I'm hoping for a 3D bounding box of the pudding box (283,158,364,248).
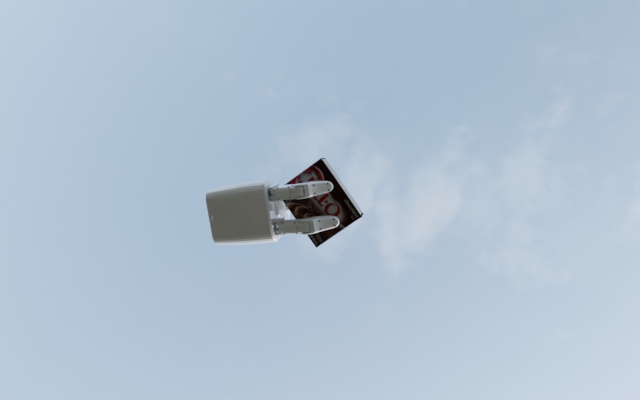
[{"bbox_3d":[0.000,0.002,0.754,0.090,0.113,0.039,-36,1,15],"label":"pudding box"}]
